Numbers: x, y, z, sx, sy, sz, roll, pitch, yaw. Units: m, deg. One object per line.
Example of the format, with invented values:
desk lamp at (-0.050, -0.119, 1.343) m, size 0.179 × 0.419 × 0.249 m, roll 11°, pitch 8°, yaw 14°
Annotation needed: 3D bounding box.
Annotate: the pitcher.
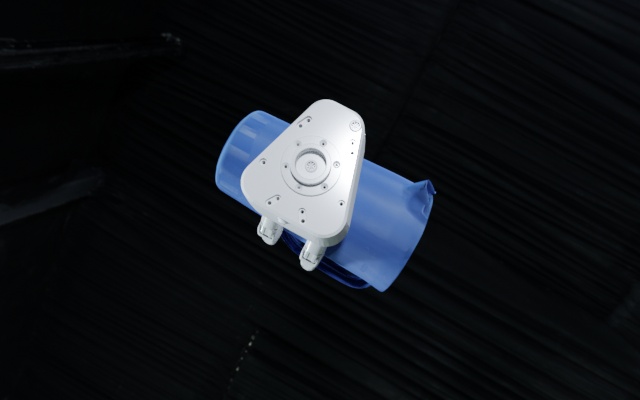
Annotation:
pitcher at (0.000, 0.002, 0.575) m, size 0.243 × 0.149 × 0.145 m, roll 29°, pitch -5°, yaw 4°
